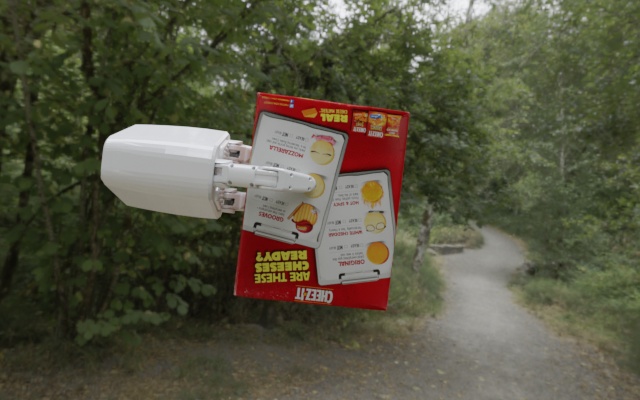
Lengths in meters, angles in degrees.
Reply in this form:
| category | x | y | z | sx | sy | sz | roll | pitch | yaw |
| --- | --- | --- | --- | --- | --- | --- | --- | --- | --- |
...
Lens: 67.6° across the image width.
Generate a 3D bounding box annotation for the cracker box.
| category | x | y | z | sx | sy | sz | roll | pitch | yaw |
| --- | --- | --- | --- | --- | --- | --- | --- | --- | --- |
| cracker box | 0.000 | 0.002 | 0.527 | 0.164 | 0.213 | 0.072 | 7 | 0 | -3 |
